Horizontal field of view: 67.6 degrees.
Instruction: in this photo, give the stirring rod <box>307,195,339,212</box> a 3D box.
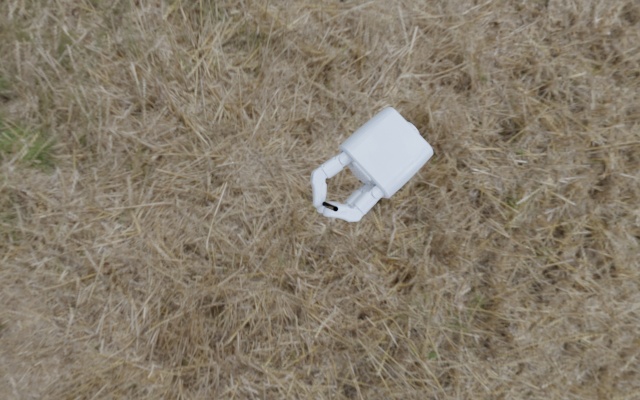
[{"bbox_3d":[0.000,0.003,0.796,0.011,0.011,0.239,0,4,-10],"label":"stirring rod"}]
